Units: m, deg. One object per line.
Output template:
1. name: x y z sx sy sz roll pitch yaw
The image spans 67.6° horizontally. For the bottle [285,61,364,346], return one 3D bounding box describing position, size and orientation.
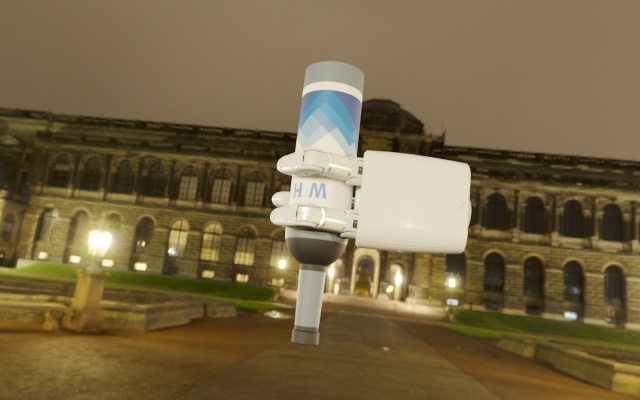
1. bottle: 0.000 0.001 0.512 0.069 0.295 0.069 6 -11 1
